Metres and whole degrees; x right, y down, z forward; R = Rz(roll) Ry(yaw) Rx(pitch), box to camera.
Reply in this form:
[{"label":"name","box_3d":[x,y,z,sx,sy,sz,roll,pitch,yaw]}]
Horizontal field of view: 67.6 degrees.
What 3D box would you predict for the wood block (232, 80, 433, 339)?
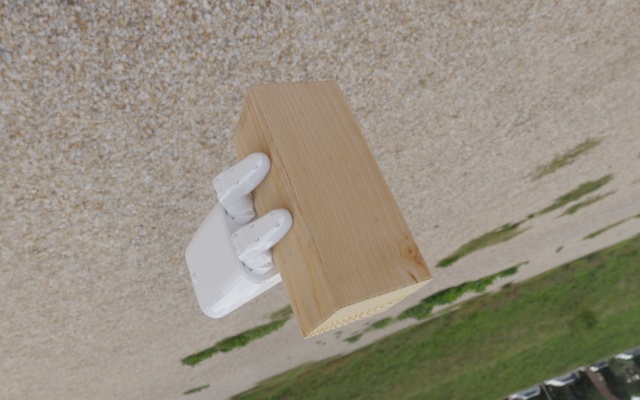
[{"label":"wood block","box_3d":[0.000,0.002,0.428,0.091,0.206,0.090,-11,-25,-28]}]
